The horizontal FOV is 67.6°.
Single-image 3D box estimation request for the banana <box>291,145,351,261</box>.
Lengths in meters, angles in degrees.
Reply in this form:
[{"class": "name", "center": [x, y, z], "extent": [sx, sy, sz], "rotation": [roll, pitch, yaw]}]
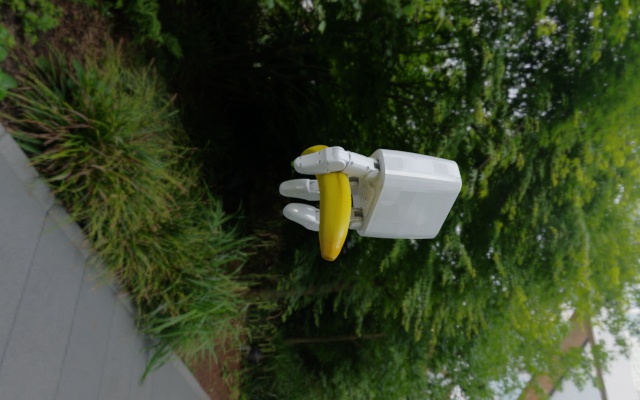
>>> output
[{"class": "banana", "center": [0.007, -0.014, 0.580], "extent": [0.037, 0.070, 0.197], "rotation": [15, 31, -24]}]
